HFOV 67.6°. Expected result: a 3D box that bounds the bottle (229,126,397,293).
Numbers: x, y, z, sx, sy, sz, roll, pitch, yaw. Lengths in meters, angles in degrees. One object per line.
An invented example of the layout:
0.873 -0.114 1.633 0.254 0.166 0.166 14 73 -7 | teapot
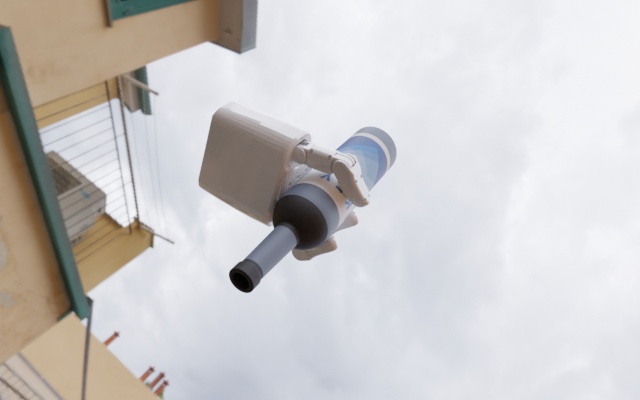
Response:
0.000 0.002 0.532 0.069 0.069 0.295 0 29 34 | bottle
